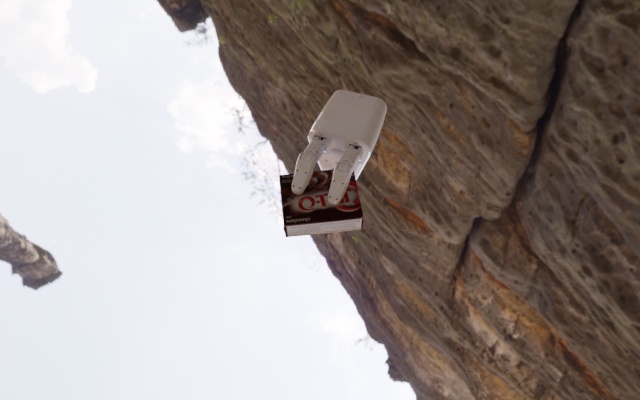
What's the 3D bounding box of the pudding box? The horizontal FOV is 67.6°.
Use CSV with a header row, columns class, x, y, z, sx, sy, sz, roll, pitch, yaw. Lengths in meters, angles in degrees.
class,x,y,z,sx,sy,sz,roll,pitch,yaw
pudding box,0.000,0.002,0.685,0.113,0.090,0.039,-7,-36,-2
